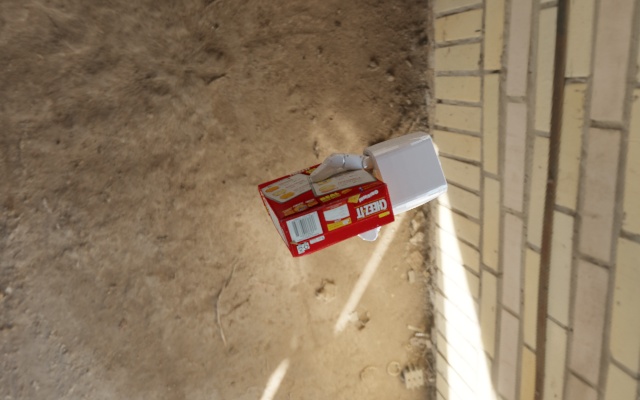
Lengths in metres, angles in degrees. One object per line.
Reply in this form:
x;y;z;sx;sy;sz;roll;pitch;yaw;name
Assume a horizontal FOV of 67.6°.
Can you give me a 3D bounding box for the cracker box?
0.000;0.002;0.772;0.164;0.072;0.213;-20;19;-10;cracker box
